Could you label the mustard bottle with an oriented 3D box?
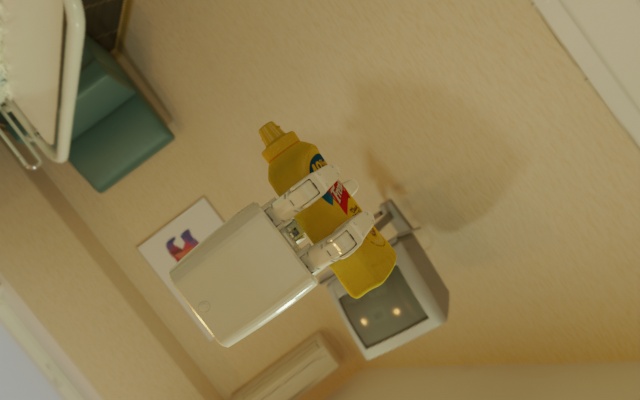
[{"bbox_3d":[0.001,0.002,0.488,0.058,0.191,0.096,-36,3,21],"label":"mustard bottle"}]
